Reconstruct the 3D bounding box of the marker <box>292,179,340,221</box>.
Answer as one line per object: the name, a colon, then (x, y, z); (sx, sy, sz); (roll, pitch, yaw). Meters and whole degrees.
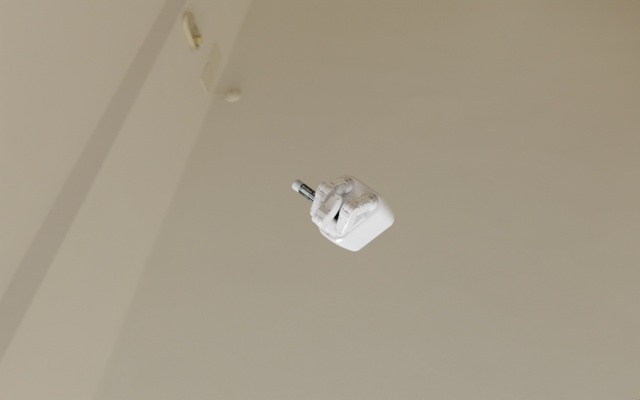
marker: (0.000, 0.003, 0.806); (0.121, 0.020, 0.020); (36, 19, 27)
